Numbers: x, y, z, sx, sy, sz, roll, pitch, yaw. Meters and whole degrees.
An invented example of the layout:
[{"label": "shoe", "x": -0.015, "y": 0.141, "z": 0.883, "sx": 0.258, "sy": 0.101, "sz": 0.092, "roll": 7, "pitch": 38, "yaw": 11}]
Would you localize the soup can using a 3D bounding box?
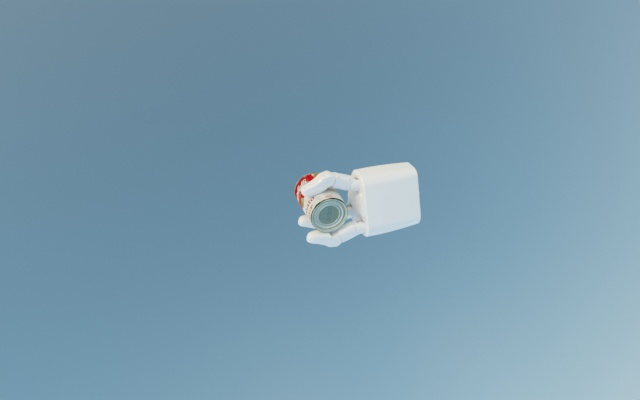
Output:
[{"label": "soup can", "x": 0.000, "y": 0.003, "z": 0.836, "sx": 0.068, "sy": 0.068, "sz": 0.102, "roll": 0, "pitch": 28, "yaw": -21}]
